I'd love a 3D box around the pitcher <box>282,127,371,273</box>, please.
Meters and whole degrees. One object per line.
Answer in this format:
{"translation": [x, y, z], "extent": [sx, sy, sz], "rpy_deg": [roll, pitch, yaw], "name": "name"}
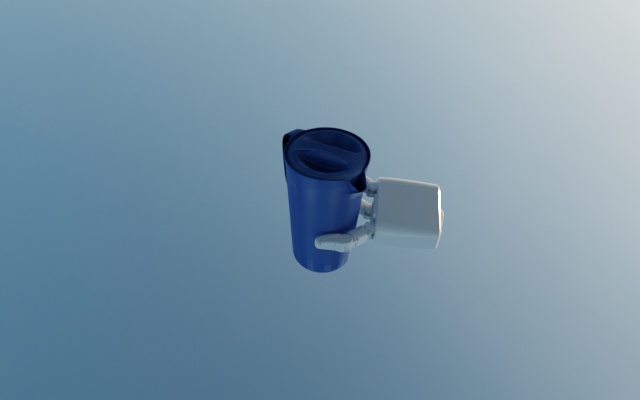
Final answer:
{"translation": [0.000, 0.003, 0.809], "extent": [0.145, 0.243, 0.149], "rpy_deg": [5, 44, 1], "name": "pitcher"}
